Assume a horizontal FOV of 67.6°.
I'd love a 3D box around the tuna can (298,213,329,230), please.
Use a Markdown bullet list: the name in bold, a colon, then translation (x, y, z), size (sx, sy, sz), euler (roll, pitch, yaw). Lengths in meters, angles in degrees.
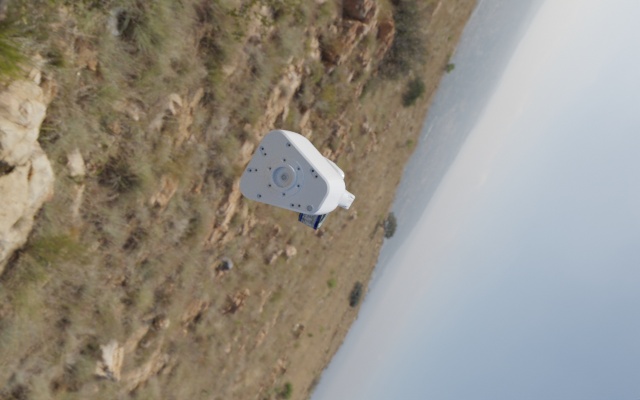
- **tuna can**: translation (0.001, 0.003, 0.747), size (0.034, 0.086, 0.086), euler (28, 3, 6)
